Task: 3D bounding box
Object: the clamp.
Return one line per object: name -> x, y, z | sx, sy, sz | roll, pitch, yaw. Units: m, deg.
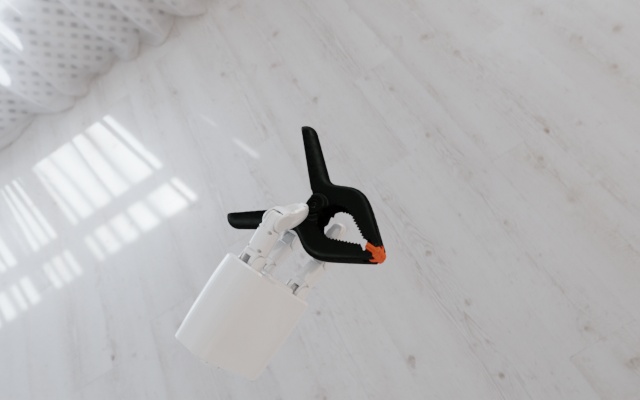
clamp -> 0.000, 0.002, 0.573 | 0.210, 0.164, 0.036 | 28, -10, 33
